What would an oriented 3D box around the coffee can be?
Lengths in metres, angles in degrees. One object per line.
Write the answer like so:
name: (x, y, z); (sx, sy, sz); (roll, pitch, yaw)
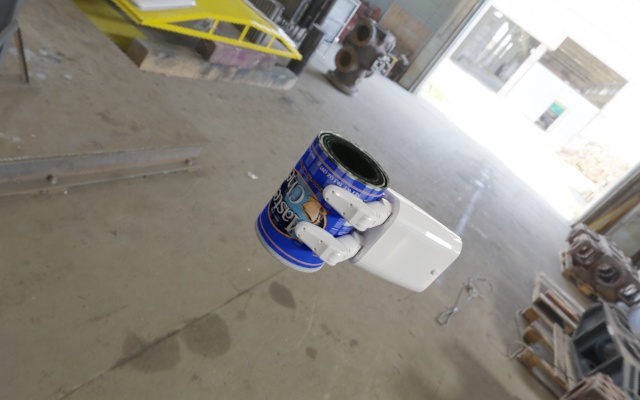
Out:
coffee can: (0.000, 0.002, 0.572); (0.103, 0.140, 0.102); (31, 25, -16)
